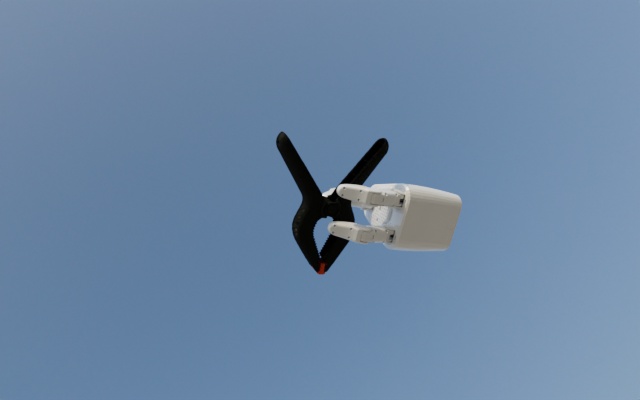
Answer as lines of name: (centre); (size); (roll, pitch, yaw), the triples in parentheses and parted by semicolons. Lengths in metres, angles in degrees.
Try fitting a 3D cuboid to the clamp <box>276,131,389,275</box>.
clamp: (0.000, 0.002, 0.670); (0.164, 0.210, 0.036); (8, 15, -24)
